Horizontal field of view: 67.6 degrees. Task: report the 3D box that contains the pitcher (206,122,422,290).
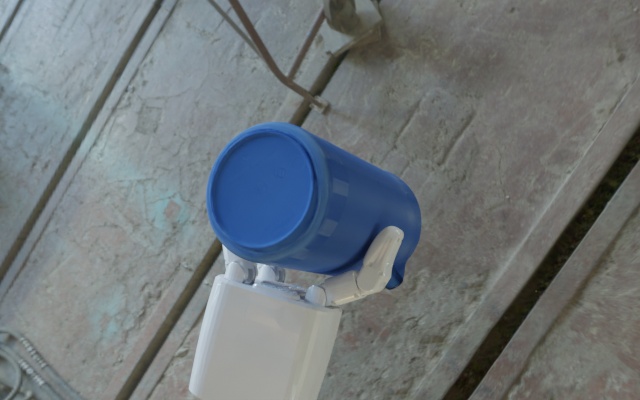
[{"bbox_3d":[0.000,0.002,0.460,0.149,0.145,0.243,15,-3,26],"label":"pitcher"}]
